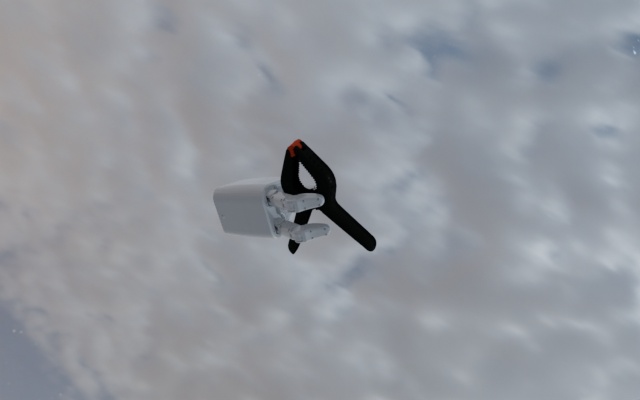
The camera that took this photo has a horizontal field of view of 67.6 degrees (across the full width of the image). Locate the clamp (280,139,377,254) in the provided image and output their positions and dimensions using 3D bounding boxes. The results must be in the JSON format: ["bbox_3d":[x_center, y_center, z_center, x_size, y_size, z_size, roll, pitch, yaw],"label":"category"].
[{"bbox_3d":[0.000,0.002,0.769,0.164,0.210,0.036,1,30,25],"label":"clamp"}]
